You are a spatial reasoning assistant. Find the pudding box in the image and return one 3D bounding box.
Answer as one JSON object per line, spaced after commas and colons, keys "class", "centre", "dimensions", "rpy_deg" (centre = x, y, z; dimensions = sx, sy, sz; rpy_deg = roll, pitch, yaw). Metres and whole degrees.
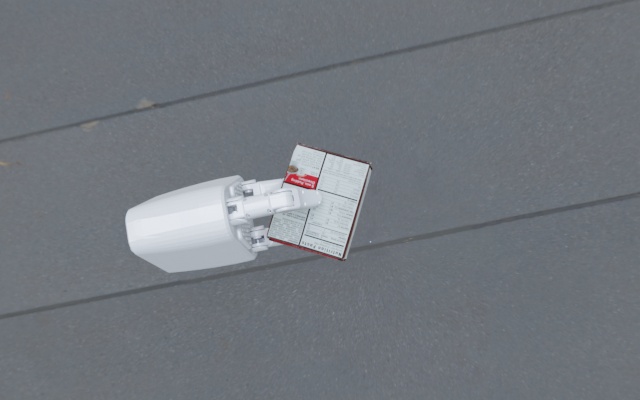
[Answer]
{"class": "pudding box", "centre": [0.000, 0.002, 0.527], "dimensions": [0.090, 0.113, 0.039], "rpy_deg": [16, -3, 7]}
